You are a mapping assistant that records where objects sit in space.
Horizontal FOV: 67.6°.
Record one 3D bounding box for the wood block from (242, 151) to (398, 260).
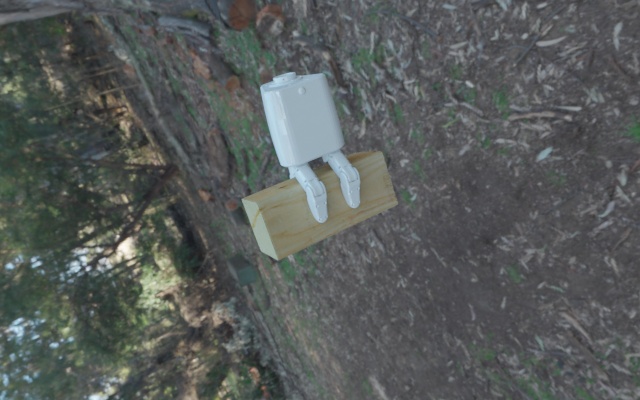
[{"bbox_3d":[0.000,0.002,0.723,0.206,0.090,0.091,-23,12,-20],"label":"wood block"}]
